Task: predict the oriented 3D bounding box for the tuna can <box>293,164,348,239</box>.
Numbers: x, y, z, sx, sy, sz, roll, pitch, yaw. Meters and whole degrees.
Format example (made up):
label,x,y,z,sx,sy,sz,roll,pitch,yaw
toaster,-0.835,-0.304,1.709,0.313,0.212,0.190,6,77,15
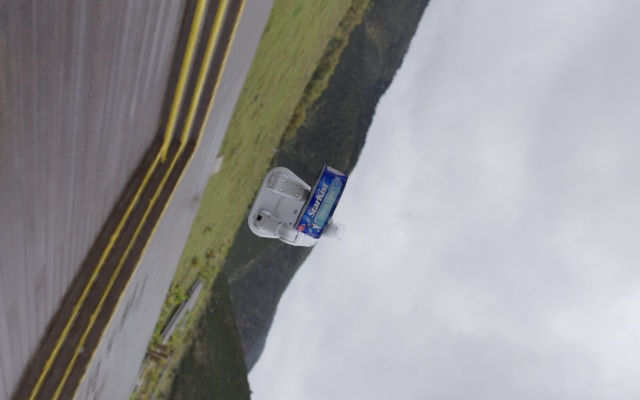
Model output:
label,x,y,z,sx,sy,sz,roll,pitch,yaw
tuna can,0.001,0.002,0.565,0.034,0.086,0.086,26,-1,-3
